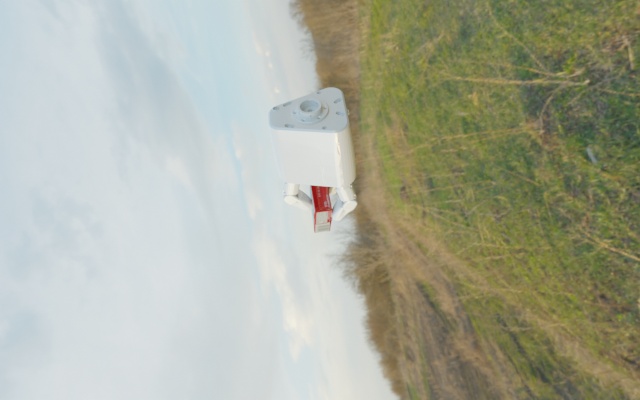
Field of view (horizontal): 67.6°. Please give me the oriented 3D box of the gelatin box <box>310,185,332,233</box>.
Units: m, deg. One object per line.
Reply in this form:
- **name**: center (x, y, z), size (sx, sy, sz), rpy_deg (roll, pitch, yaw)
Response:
- **gelatin box**: center (0.000, 0.003, 0.783), size (0.030, 0.073, 0.089), rpy_deg (-6, -26, -4)
